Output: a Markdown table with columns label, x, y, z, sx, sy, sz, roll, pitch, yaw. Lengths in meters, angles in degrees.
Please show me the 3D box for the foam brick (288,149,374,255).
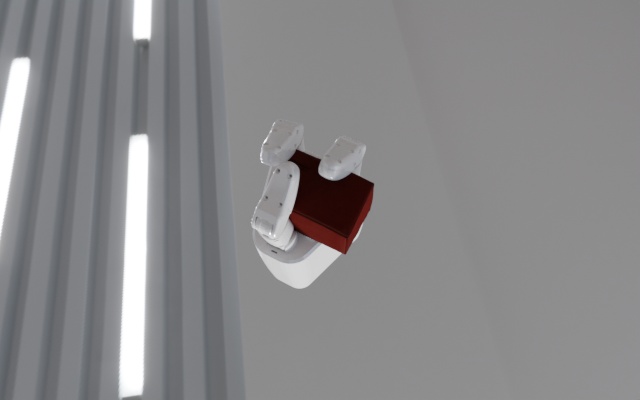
| label | x | y | z | sx | sy | sz | roll | pitch | yaw |
| --- | --- | --- | --- | --- | --- | --- | --- | --- | --- |
| foam brick | 0.000 | 0.001 | 0.404 | 0.078 | 0.053 | 0.051 | 25 | -20 | 13 |
